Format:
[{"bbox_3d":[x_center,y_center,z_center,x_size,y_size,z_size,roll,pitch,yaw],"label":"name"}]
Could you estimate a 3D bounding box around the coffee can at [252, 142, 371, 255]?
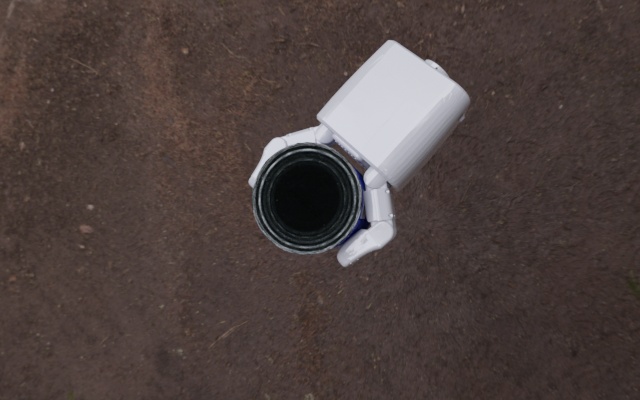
[{"bbox_3d":[0.000,0.002,0.498,0.103,0.103,0.140,0,-3,11],"label":"coffee can"}]
